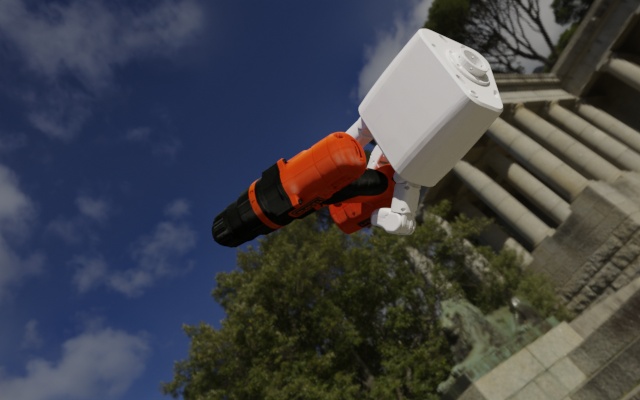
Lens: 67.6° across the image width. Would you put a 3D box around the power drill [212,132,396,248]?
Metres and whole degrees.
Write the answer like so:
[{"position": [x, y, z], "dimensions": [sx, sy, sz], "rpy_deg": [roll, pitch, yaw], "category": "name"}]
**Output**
[{"position": [0.001, 0.002, 0.513], "dimensions": [0.184, 0.057, 0.187], "rpy_deg": [-29, -18, 29], "category": "power drill"}]
